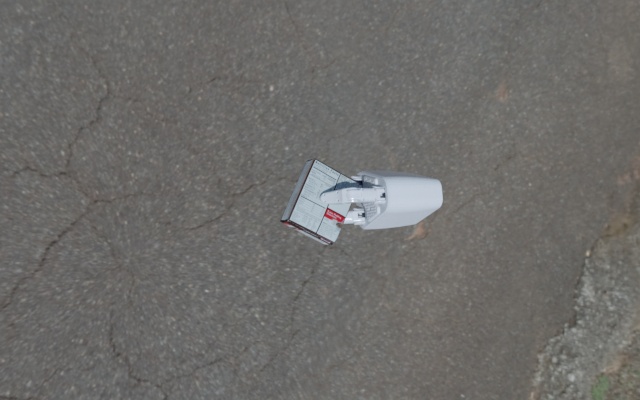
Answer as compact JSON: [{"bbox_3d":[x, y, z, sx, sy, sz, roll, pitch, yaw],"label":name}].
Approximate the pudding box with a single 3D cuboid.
[{"bbox_3d":[0.000,0.002,0.756,0.090,0.113,0.039,28,-17,-18],"label":"pudding box"}]
